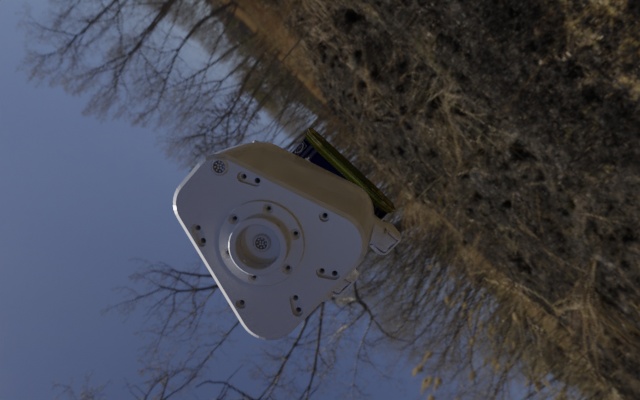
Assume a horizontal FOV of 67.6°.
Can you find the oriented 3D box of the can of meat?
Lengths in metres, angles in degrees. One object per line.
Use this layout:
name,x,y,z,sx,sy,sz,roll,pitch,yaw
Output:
can of meat,0.000,0.002,0.423,0.102,0.084,0.057,42,10,-5
